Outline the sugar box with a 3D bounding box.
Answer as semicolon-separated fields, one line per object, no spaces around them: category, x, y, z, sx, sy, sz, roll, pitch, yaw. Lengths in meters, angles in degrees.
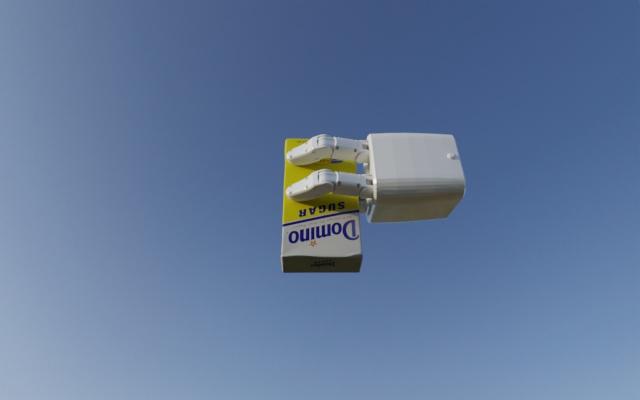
sugar box;0.000;0.002;0.588;0.093;0.176;0.048;-1;-37;-2
